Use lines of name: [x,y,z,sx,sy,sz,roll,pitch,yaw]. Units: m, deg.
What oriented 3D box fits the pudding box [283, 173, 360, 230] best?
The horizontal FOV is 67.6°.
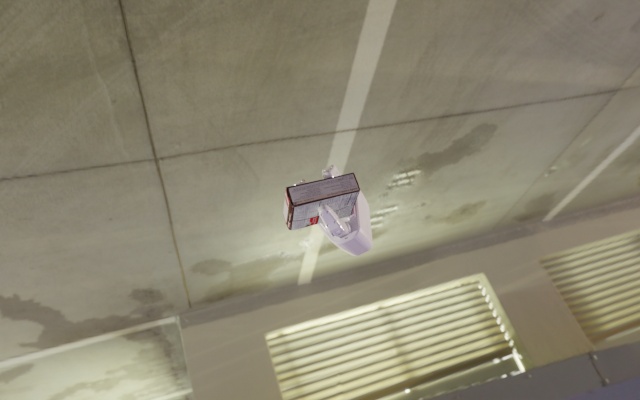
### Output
pudding box: [0.000,0.003,0.758,0.113,0.039,0.090,-15,-26,-15]
